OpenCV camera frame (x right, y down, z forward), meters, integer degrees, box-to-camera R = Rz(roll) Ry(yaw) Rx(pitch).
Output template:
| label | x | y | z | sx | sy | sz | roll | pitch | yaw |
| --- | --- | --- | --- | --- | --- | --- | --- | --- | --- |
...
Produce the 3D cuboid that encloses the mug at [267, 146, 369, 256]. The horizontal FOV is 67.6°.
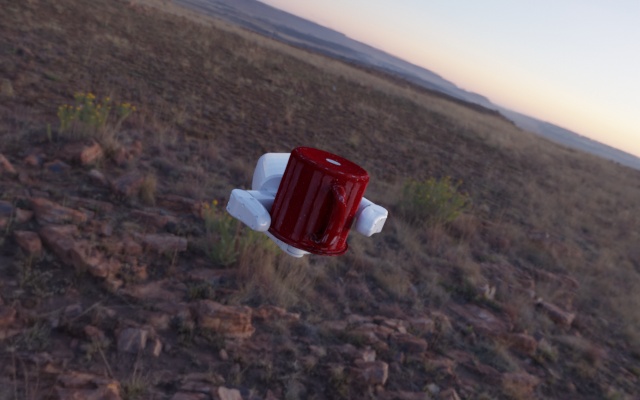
| label | x | y | z | sx | sy | sz | roll | pitch | yaw |
| --- | --- | --- | --- | --- | --- | --- | --- | --- | --- |
| mug | 0.000 | 0.002 | 0.464 | 0.093 | 0.081 | 0.117 | 16 | 17 | -16 |
